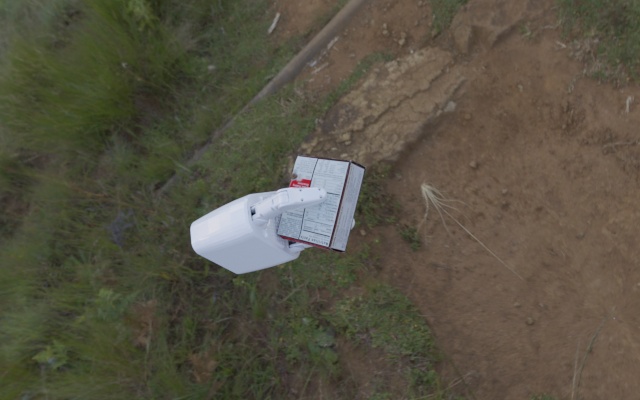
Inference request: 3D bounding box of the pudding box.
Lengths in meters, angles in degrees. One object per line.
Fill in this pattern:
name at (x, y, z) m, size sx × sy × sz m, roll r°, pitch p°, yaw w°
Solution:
pudding box at (0.000, 0.002, 0.602) m, size 0.090 × 0.113 × 0.039 m, roll 11°, pitch -4°, yaw 37°
